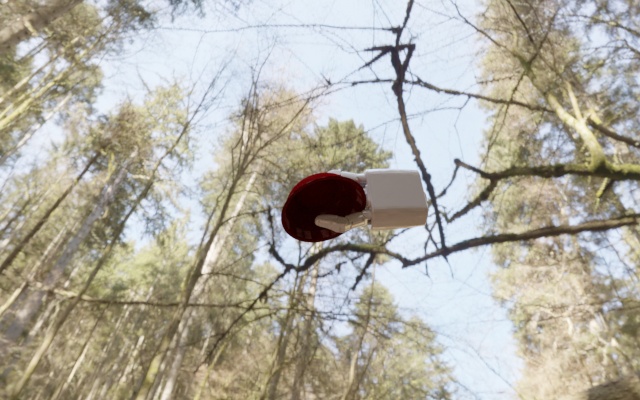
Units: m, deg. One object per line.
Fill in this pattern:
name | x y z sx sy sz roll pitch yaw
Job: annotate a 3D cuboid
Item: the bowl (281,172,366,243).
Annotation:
bowl | -0.001 0.003 0.878 0.162 0.162 0.055 0 41 -23
